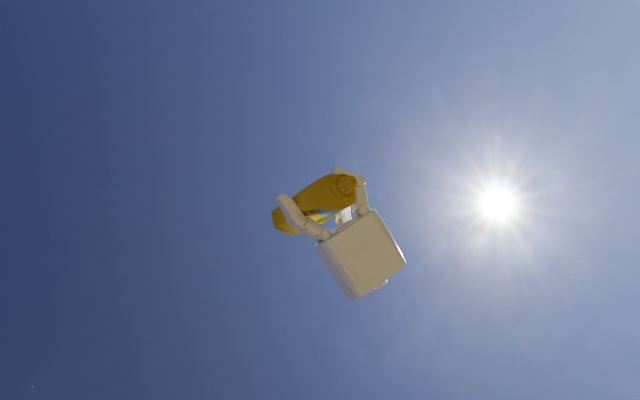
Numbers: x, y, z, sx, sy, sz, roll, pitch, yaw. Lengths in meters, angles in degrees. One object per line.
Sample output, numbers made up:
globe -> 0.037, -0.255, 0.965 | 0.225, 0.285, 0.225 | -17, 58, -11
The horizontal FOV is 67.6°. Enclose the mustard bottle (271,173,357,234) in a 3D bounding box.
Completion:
mustard bottle -> 0.000, 0.002, 0.778 | 0.096, 0.058, 0.192 | -2, -17, -32
